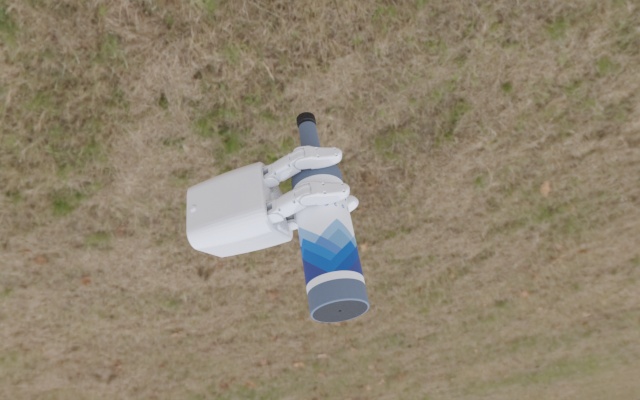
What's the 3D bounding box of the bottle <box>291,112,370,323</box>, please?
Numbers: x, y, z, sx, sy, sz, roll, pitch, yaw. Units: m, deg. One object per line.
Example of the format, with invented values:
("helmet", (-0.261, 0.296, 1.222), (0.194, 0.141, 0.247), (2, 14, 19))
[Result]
("bottle", (0.000, 0.002, 0.606), (0.069, 0.295, 0.069), (-7, -34, -5))
